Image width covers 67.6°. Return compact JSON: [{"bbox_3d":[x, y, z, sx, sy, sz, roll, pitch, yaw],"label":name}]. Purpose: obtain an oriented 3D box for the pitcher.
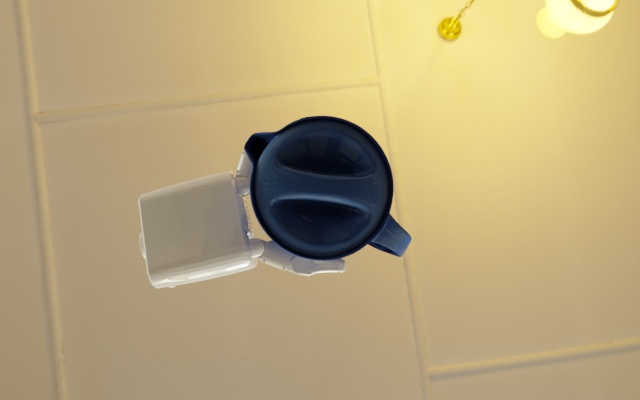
[{"bbox_3d":[0.000,0.002,0.548,0.145,0.149,0.243,-13,-2,-6],"label":"pitcher"}]
